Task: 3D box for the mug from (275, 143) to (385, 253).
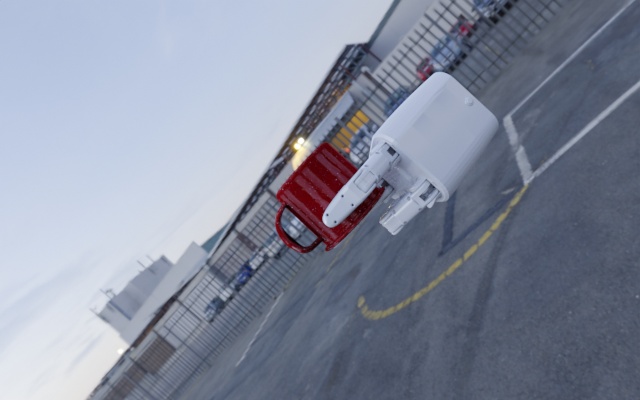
[{"bbox_3d":[-0.001,0.003,0.503,0.081,0.117,0.093,42,-17,-1],"label":"mug"}]
